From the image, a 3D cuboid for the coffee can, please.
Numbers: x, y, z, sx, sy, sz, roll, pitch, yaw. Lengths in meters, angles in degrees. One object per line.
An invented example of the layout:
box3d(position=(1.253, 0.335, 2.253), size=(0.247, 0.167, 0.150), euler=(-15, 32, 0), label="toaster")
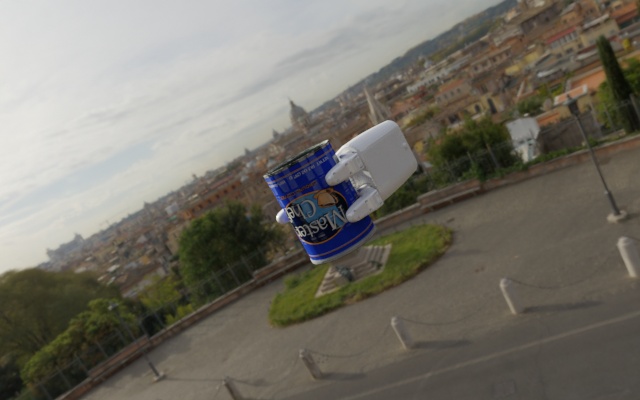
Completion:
box3d(position=(0.000, 0.002, 0.660), size=(0.103, 0.140, 0.103), euler=(-28, 10, 5), label="coffee can")
